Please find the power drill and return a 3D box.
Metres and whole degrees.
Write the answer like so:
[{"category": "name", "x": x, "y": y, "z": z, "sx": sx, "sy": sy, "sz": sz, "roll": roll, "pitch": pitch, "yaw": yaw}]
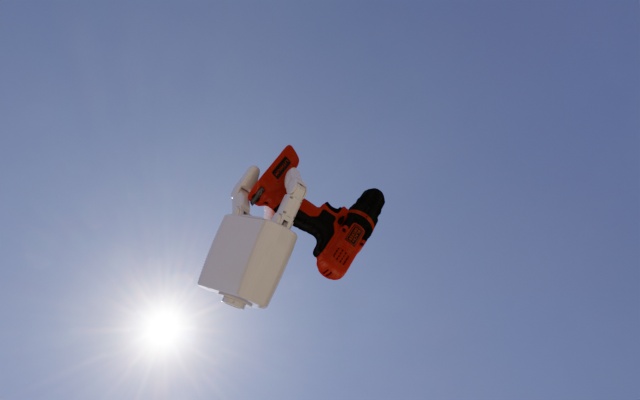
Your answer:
[{"category": "power drill", "x": 0.000, "y": 0.002, "z": 0.725, "sx": 0.187, "sy": 0.184, "sz": 0.057, "roll": 38, "pitch": -40, "yaw": -3}]
